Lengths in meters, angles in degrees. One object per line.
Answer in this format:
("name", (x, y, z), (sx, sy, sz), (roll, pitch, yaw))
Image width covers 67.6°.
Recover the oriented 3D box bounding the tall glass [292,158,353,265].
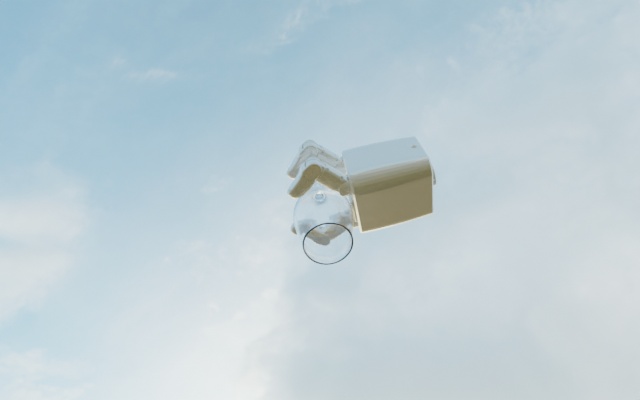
("tall glass", (0.000, 0.002, 0.654), (0.079, 0.079, 0.201), (0, 31, -6))
